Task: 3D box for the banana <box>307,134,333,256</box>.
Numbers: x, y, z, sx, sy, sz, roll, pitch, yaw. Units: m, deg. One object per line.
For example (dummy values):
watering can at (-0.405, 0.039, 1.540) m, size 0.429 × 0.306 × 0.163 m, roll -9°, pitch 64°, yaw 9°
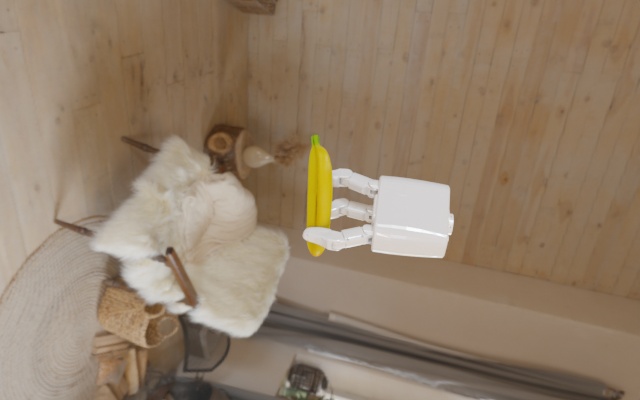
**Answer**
banana at (-0.001, 0.005, 0.719) m, size 0.037 × 0.198 × 0.069 m, roll 3°, pitch 19°, yaw 3°
